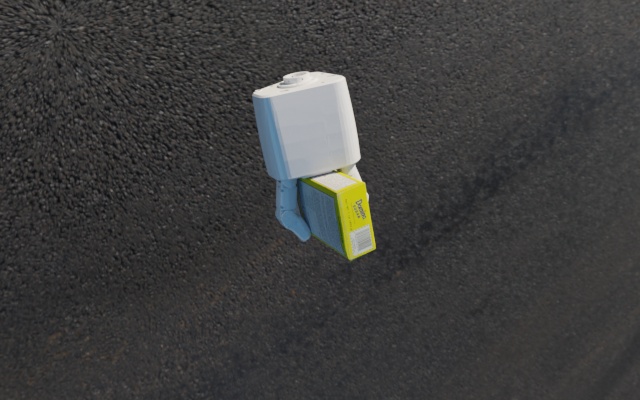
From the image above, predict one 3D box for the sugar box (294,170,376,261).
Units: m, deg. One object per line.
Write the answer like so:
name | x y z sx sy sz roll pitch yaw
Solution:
sugar box | 0.001 0.002 0.625 0.048 0.093 0.176 -21 26 -21
